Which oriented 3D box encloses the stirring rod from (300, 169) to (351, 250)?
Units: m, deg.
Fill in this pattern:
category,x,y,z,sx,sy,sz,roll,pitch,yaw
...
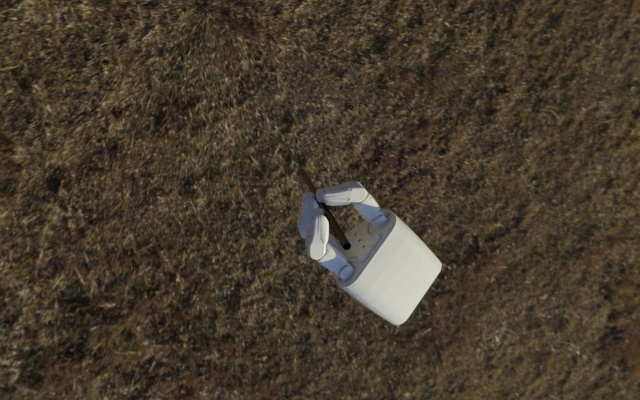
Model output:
category,x,y,z,sx,sy,sz,roll,pitch,yaw
stirring rod,0.000,0.002,0.579,0.011,0.011,0.239,0,21,-14
